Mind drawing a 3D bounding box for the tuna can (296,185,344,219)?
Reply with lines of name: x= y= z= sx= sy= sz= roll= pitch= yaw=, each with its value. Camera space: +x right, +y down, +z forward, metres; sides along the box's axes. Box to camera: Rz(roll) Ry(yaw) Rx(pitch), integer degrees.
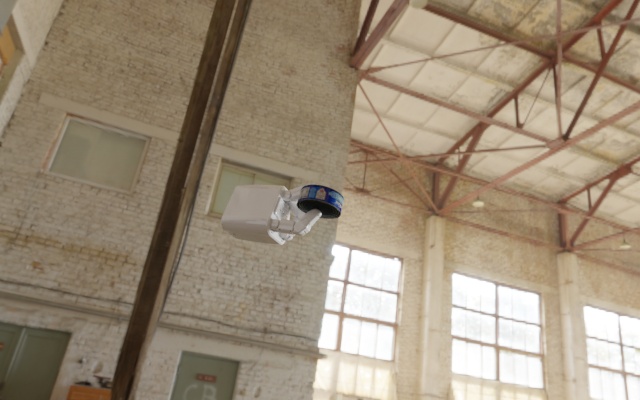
tuna can: x=0.000 y=0.002 z=0.899 sx=0.086 sy=0.033 sz=0.086 roll=12 pitch=-21 yaw=5
